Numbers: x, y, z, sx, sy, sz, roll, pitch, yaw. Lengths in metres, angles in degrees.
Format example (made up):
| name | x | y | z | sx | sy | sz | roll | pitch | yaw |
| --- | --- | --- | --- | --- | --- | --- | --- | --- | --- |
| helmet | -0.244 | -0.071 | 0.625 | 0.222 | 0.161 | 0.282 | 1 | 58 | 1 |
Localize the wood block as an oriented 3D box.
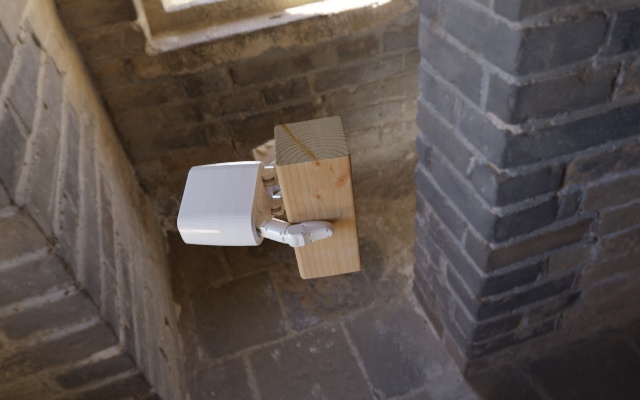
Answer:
| name | x | y | z | sx | sy | sz | roll | pitch | yaw |
| --- | --- | --- | --- | --- | --- | --- | --- | --- | --- |
| wood block | 0.000 | 0.002 | 0.652 | 0.090 | 0.206 | 0.090 | -9 | 41 | 1 |
